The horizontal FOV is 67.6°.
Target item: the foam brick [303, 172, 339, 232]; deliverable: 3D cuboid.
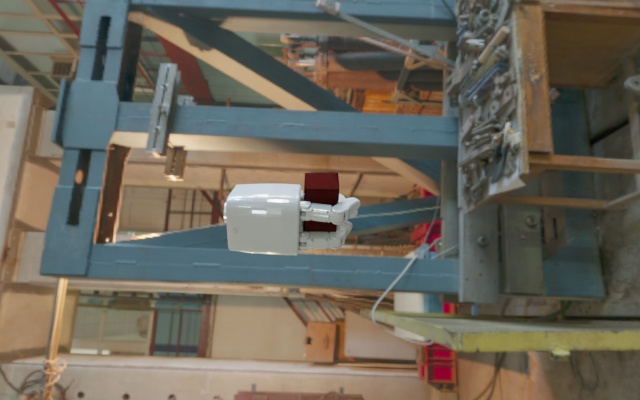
[{"bbox_3d":[0.000,0.002,0.725,0.051,0.078,0.053,2,31,-2],"label":"foam brick"}]
